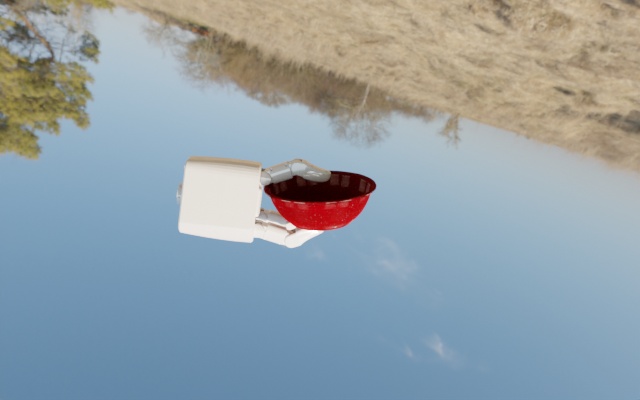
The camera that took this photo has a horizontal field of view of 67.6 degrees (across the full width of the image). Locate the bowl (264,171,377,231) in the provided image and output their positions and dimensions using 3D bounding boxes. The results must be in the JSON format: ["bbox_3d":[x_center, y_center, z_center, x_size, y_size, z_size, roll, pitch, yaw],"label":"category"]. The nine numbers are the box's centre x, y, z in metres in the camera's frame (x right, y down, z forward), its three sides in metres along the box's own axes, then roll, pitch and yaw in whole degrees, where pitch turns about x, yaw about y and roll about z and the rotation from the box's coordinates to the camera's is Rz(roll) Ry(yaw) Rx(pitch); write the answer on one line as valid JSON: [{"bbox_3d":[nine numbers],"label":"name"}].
[{"bbox_3d":[0.001,0.003,0.692,0.162,0.055,0.162,-2,18,1],"label":"bowl"}]
